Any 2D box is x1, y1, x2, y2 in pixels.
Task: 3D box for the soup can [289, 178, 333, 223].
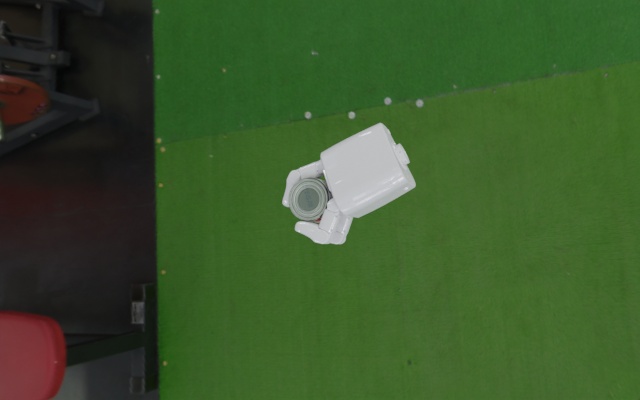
[{"bbox_3d":[0.000,0.003,0.760,0.068,0.068,0.102,0,-5,22],"label":"soup can"}]
